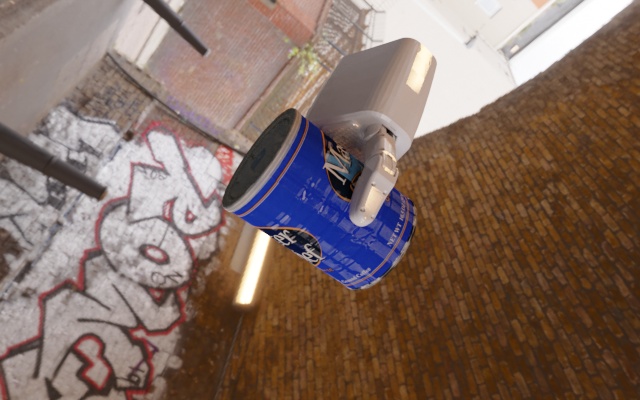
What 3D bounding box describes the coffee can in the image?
[{"bbox_3d":[0.000,0.001,0.424,0.140,0.102,0.103,36,-14,-21],"label":"coffee can"}]
